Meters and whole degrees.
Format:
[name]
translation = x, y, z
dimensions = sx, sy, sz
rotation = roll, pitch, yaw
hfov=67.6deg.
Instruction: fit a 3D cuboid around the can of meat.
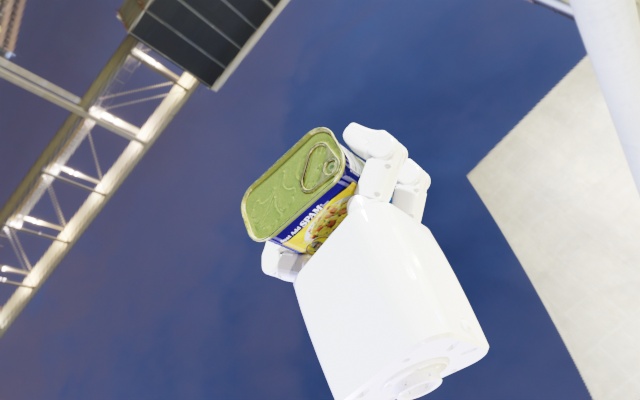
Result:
[can of meat]
translation = 0.000, 0.001, 0.401
dimensions = 0.102, 0.057, 0.084
rotation = -41, -41, 18
